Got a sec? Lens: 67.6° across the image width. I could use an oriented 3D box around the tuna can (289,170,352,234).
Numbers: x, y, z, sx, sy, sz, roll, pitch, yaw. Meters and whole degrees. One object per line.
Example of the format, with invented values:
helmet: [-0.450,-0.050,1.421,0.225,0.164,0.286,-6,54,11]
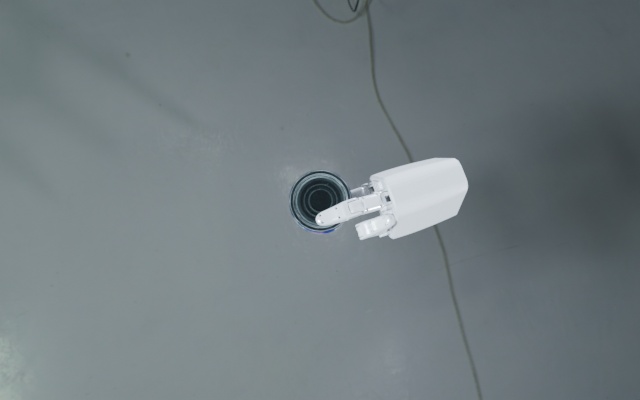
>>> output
tuna can: [0.000,0.002,0.646,0.086,0.086,0.034,0,-7,0]
